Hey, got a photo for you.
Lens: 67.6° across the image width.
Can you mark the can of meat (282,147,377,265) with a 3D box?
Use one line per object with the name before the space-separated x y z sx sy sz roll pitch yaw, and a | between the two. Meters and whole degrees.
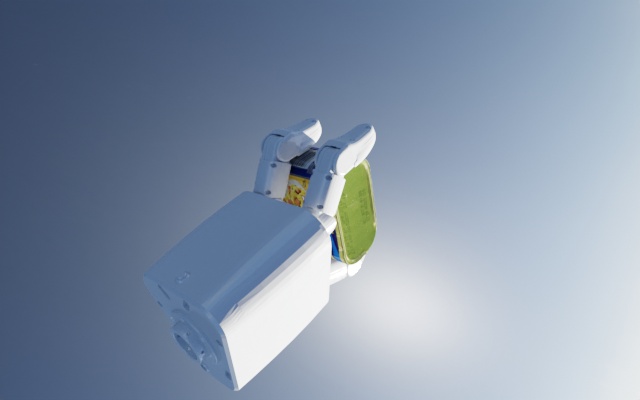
can of meat | 0.000 0.002 0.430 0.084 0.102 0.057 17 41 39
